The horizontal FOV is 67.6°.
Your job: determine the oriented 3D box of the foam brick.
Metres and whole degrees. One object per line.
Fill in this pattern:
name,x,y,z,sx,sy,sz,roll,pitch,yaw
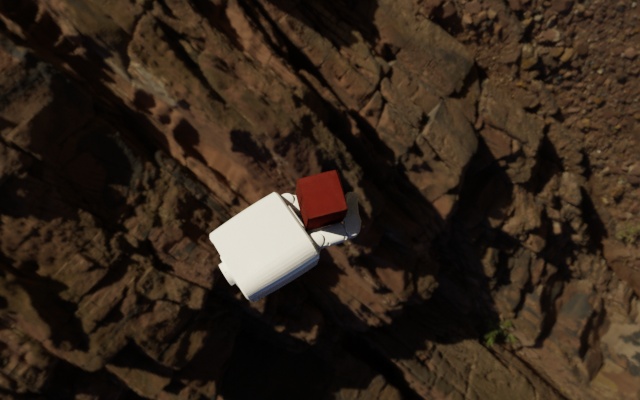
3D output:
foam brick,0.000,0.002,0.601,0.051,0.053,0.078,-13,-14,-7
